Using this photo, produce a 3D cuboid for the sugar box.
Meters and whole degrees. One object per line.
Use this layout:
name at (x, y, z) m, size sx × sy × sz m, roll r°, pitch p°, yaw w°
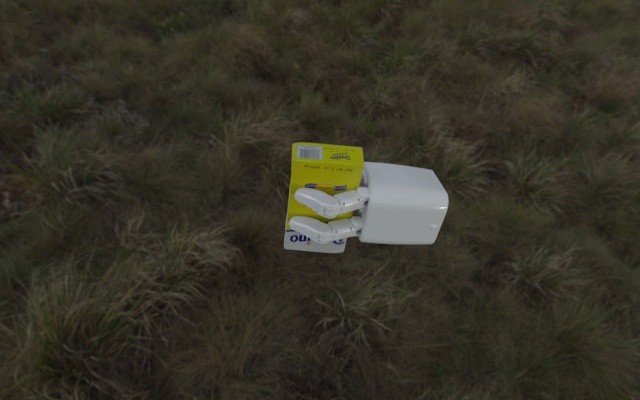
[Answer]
sugar box at (0.000, 0.003, 0.669) m, size 0.093 × 0.176 × 0.048 m, roll 5°, pitch 42°, yaw -4°
